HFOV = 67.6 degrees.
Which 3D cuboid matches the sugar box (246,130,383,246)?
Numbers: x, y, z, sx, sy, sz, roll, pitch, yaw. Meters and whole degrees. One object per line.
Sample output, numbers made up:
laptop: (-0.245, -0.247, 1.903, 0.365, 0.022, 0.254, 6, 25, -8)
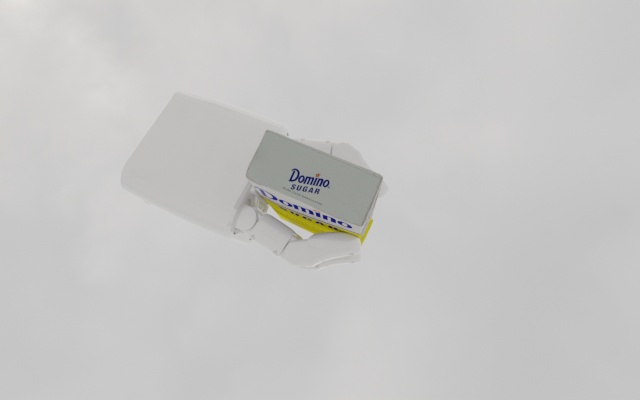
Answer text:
sugar box: (0.000, 0.002, 0.414, 0.093, 0.048, 0.176, 23, -7, 9)
